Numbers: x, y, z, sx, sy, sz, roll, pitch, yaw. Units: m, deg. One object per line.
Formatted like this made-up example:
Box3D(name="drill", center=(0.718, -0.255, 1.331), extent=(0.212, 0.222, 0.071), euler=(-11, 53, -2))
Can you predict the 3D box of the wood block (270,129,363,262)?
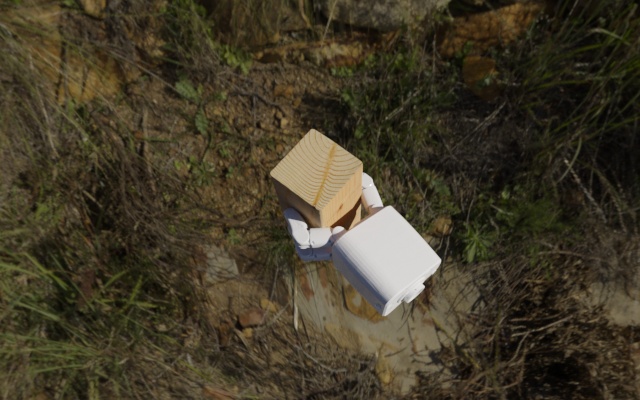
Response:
Box3D(name="wood block", center=(0.001, 0.002, 0.706), extent=(0.090, 0.091, 0.206), euler=(36, -19, 18))
